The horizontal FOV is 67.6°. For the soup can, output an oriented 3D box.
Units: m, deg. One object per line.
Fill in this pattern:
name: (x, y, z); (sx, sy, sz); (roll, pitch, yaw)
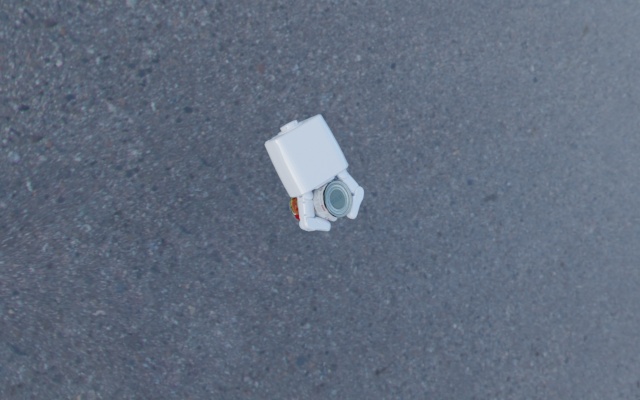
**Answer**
soup can: (0.000, 0.003, 0.867); (0.068, 0.068, 0.102); (0, -7, -40)
